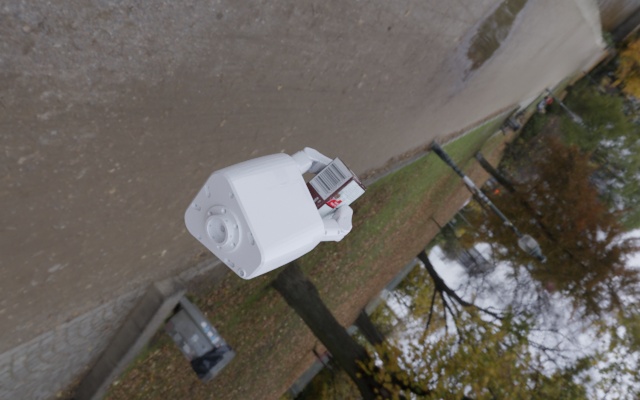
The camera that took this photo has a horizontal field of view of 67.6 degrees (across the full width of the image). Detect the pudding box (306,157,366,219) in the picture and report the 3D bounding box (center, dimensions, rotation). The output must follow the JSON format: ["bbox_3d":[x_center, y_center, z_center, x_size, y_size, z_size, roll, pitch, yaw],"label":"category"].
[{"bbox_3d":[0.000,0.002,0.614,0.113,0.039,0.090,-39,-15,6],"label":"pudding box"}]
